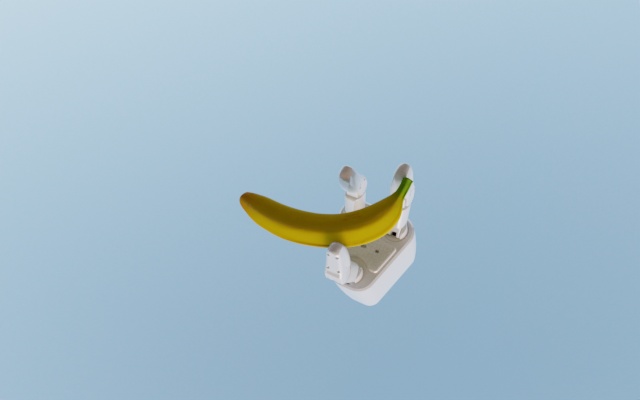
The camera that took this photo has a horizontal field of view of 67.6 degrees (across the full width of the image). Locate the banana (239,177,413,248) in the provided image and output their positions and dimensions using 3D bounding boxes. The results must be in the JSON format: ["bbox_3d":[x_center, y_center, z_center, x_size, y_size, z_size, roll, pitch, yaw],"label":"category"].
[{"bbox_3d":[0.003,0.019,0.523,0.198,0.069,0.037,-4,-22,13],"label":"banana"}]
